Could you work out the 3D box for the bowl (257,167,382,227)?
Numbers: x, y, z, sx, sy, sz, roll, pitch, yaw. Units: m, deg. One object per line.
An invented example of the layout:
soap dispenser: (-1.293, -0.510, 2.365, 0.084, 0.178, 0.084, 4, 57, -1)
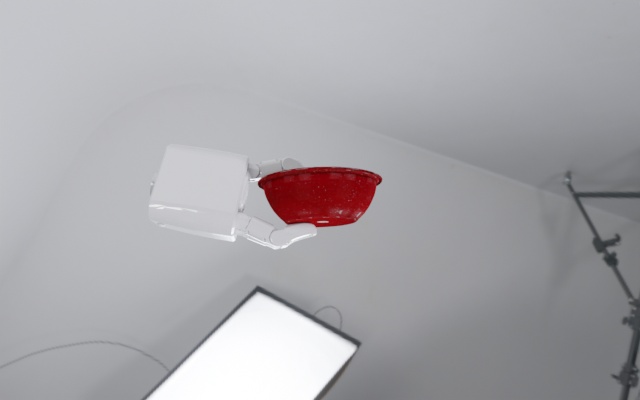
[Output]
bowl: (0.001, 0.002, 0.615, 0.162, 0.055, 0.162, -2, -10, 0)
